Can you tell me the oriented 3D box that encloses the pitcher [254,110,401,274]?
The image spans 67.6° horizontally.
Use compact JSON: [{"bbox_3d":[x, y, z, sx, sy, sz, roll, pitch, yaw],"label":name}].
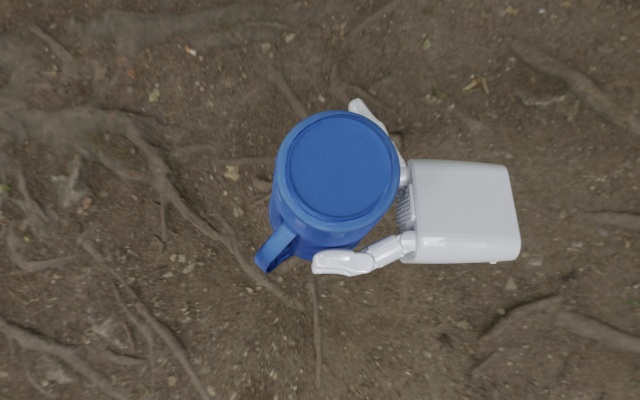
[{"bbox_3d":[0.000,0.002,0.512,0.145,0.149,0.243,1,-10,-4],"label":"pitcher"}]
